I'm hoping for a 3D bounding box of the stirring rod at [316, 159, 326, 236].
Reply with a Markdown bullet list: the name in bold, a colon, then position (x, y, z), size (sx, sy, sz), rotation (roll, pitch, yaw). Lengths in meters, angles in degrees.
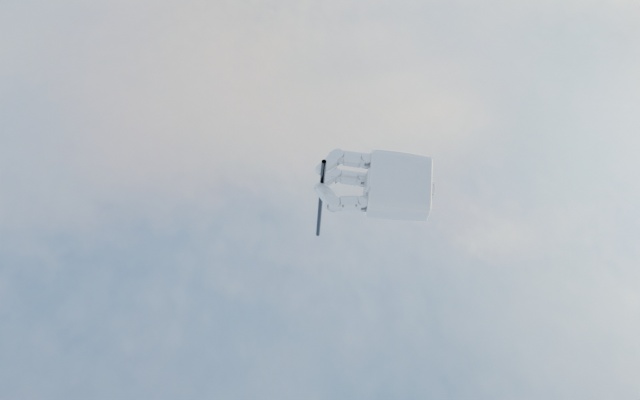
- **stirring rod**: position (0.000, 0.003, 0.867), size (0.011, 0.011, 0.240), rotation (0, -33, -3)
